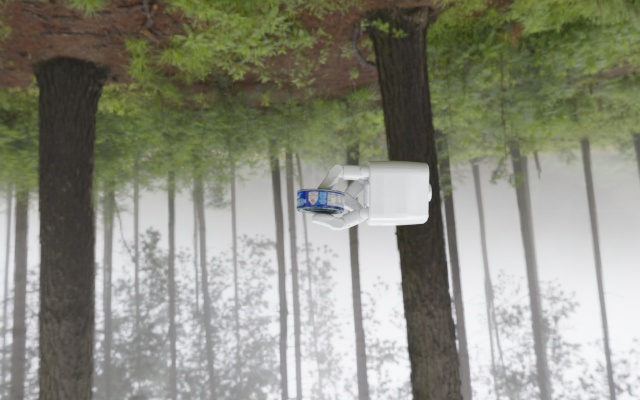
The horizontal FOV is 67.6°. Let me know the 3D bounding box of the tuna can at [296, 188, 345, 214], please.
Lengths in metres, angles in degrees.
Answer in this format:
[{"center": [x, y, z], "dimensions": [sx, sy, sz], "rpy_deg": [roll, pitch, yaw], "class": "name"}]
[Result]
[{"center": [0.000, 0.003, 0.840], "dimensions": [0.086, 0.033, 0.086], "rpy_deg": [3, -9, 0], "class": "tuna can"}]
